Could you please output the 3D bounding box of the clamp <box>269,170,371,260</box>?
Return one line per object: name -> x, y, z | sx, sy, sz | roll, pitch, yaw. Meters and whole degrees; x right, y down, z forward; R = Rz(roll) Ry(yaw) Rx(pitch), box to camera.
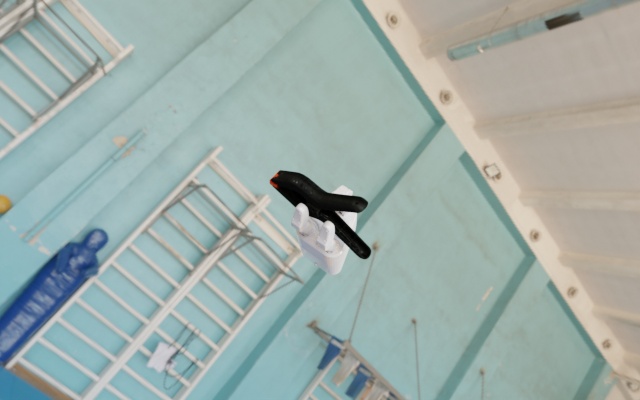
clamp -> 0.000, 0.002, 0.785 | 0.210, 0.036, 0.165 | 34, -25, 19
